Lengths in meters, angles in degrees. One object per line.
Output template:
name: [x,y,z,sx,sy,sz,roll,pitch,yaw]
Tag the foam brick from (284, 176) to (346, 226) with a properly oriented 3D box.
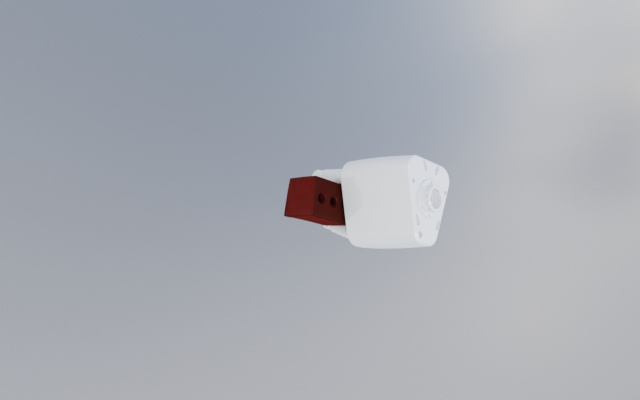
foam brick: [0.000,0.002,0.630,0.078,0.053,0.051,15,-12,-43]
